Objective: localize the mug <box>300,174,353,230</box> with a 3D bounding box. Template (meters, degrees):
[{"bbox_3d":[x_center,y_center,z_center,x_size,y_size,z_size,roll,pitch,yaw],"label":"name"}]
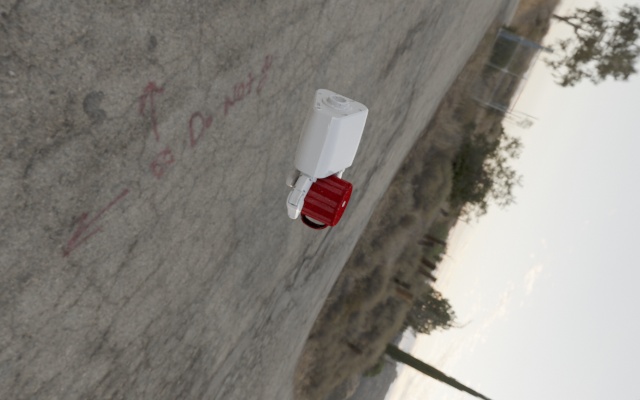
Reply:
[{"bbox_3d":[0.000,0.004,0.819,0.081,0.117,0.093,24,34,10],"label":"mug"}]
